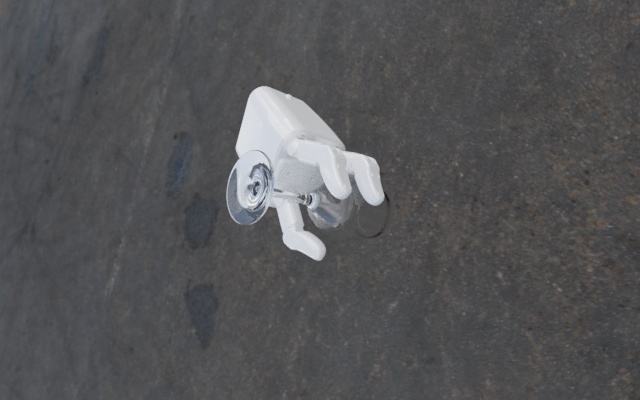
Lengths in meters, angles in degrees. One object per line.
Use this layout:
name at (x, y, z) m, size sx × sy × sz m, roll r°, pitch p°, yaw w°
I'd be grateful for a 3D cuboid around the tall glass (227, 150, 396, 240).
tall glass at (0.000, 0.002, 0.531) m, size 0.079 × 0.079 × 0.201 m, roll 0°, pitch -9°, yaw 45°
